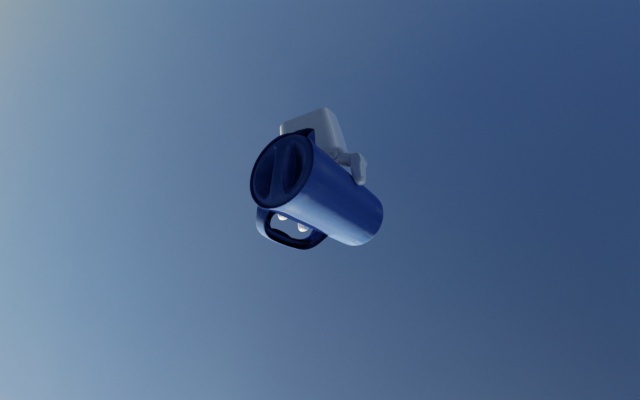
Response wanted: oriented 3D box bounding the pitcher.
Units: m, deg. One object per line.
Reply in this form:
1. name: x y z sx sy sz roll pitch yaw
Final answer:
1. pitcher: 0.000 0.003 0.825 0.149 0.145 0.243 -31 -39 25
